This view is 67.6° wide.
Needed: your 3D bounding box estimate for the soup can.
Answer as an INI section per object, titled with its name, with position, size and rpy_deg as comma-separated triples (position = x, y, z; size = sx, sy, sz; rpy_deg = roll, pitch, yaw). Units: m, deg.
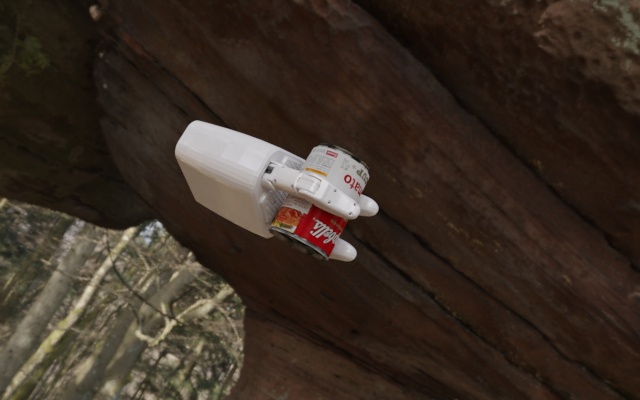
[soup can]
position = 0.001, 0.001, 0.490
size = 0.068, 0.102, 0.068
rpy_deg = 26, -14, 7
